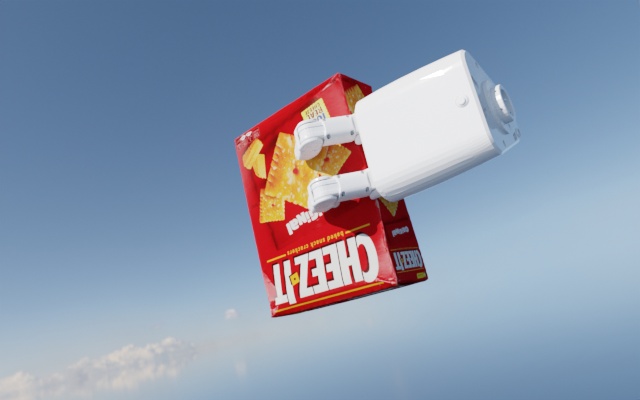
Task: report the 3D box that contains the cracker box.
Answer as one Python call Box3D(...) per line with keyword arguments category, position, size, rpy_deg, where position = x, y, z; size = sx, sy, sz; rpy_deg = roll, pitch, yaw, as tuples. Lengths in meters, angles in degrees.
Box3D(category="cracker box", position=(0.000, 0.002, 0.508), size=(0.164, 0.213, 0.072), rpy_deg=(-23, -17, 35))
